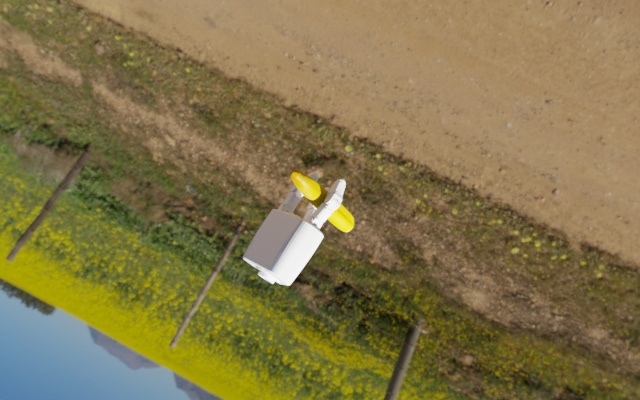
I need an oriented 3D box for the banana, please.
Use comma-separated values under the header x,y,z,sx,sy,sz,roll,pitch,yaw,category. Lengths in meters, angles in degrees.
x,y,z,sx,sy,sz,roll,pitch,yaw,category
0.014,0.012,0.872,0.069,0.037,0.198,31,-9,42,banana
